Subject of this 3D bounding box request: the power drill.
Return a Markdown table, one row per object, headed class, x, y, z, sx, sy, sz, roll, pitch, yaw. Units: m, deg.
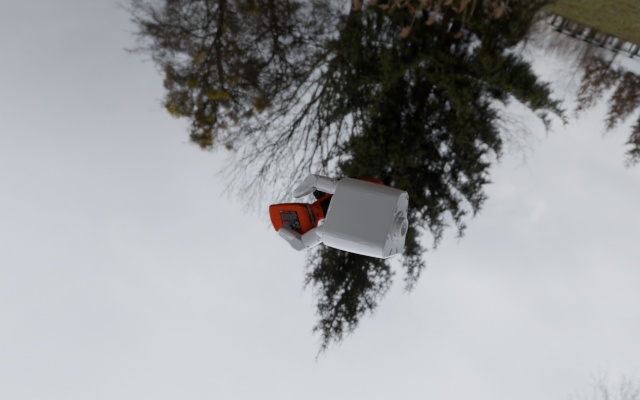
| class | x | y | z | sx | sy | sz | roll | pitch | yaw |
| --- | --- | --- | --- | --- | --- | --- | --- | --- | --- |
| power drill | 0.000 | 0.003 | 0.881 | 0.187 | 0.057 | 0.184 | -25 | 14 | -37 |
